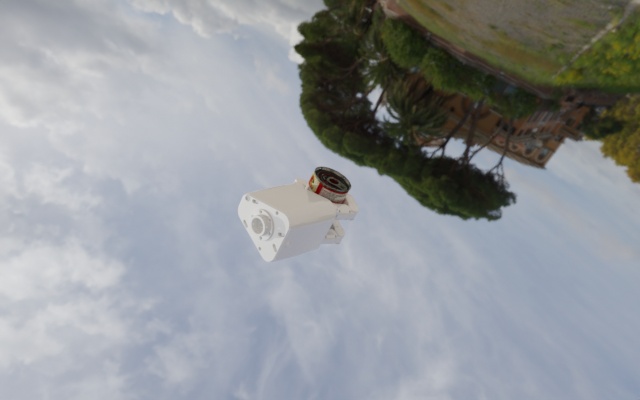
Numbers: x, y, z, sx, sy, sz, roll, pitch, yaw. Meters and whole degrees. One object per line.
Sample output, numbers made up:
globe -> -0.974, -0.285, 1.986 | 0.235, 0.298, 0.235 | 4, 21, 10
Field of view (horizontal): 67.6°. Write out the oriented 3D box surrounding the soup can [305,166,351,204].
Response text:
soup can -> 0.000, 0.003, 0.816 | 0.068, 0.102, 0.068 | 21, 29, -12
